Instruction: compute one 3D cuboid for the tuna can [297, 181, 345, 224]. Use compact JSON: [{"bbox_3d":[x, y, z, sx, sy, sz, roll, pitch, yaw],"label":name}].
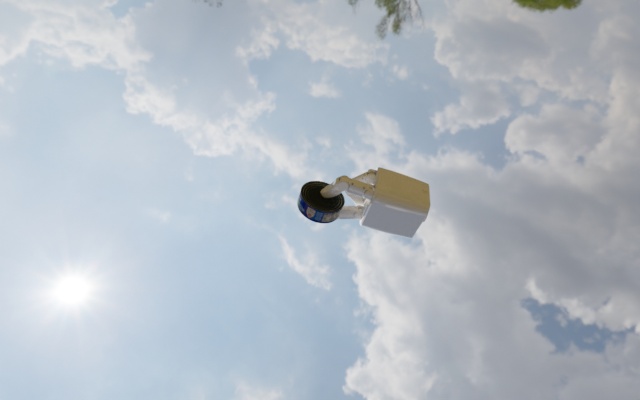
[{"bbox_3d":[0.000,0.003,0.897,0.086,0.034,0.086,13,39,-11],"label":"tuna can"}]
